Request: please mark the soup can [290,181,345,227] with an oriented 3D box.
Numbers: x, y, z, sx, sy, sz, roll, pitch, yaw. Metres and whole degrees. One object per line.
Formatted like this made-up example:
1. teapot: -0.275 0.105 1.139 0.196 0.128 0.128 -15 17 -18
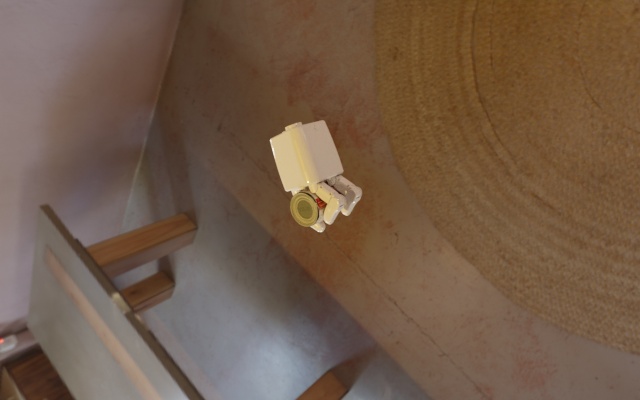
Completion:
1. soup can: 0.000 0.004 0.899 0.068 0.068 0.102 0 16 39
